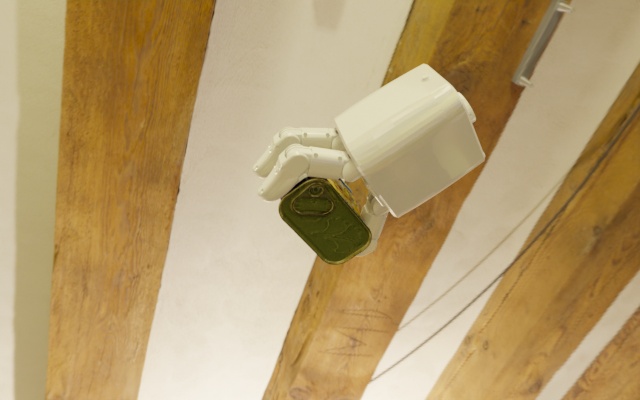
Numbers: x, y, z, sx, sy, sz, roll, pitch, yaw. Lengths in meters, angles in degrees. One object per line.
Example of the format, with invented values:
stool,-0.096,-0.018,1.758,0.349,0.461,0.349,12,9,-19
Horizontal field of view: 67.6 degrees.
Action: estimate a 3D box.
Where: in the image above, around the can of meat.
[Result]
can of meat,0.000,0.002,0.489,0.057,0.102,0.084,-35,31,12
